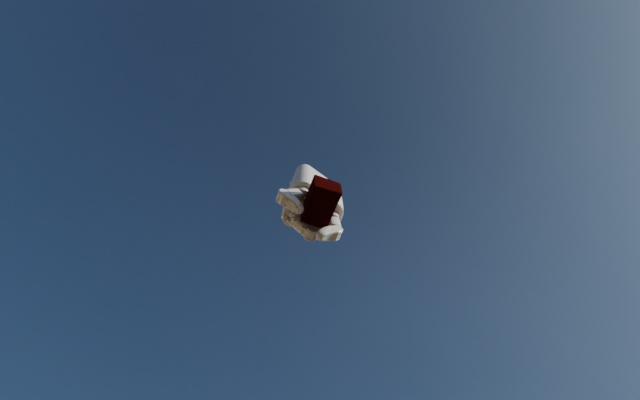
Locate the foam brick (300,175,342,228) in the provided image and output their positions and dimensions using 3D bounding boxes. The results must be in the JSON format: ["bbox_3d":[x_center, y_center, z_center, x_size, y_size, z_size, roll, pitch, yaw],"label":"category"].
[{"bbox_3d":[0.000,0.003,0.852,0.053,0.078,0.051,19,25,-9],"label":"foam brick"}]
